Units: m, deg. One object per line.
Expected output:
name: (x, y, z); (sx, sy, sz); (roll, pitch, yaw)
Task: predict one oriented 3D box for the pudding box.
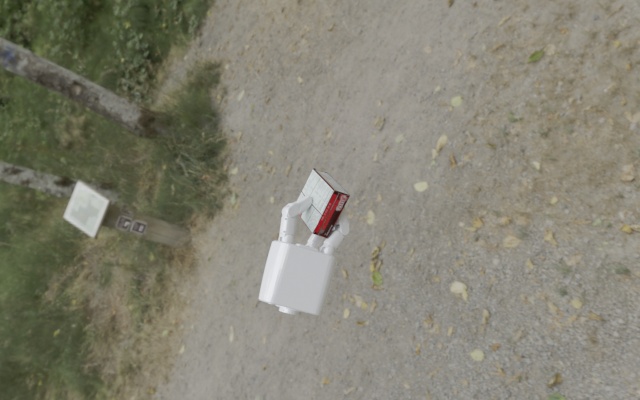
pudding box: (0.000, 0.003, 0.870); (0.039, 0.090, 0.113); (19, 16, -31)
